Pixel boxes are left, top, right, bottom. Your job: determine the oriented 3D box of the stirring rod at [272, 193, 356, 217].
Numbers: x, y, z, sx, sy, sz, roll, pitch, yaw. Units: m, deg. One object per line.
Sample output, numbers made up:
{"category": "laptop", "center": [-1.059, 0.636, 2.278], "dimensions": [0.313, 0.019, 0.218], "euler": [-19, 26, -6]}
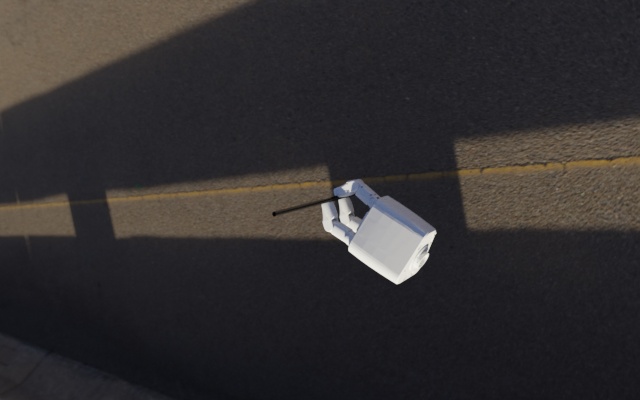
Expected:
{"category": "stirring rod", "center": [0.000, 0.003, 0.829], "dimensions": [0.011, 0.011, 0.239], "euler": [0, 9, 37]}
